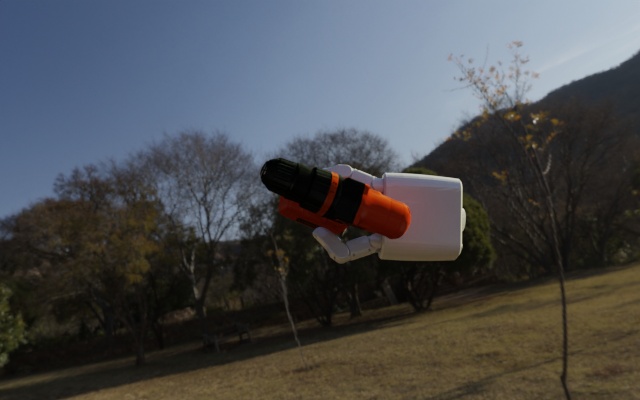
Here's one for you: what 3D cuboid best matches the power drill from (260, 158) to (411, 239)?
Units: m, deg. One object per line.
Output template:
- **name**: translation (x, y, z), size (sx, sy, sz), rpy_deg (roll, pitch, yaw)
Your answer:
- **power drill**: translation (0.000, 0.002, 0.613), size (0.184, 0.057, 0.187), rpy_deg (23, -8, -13)
